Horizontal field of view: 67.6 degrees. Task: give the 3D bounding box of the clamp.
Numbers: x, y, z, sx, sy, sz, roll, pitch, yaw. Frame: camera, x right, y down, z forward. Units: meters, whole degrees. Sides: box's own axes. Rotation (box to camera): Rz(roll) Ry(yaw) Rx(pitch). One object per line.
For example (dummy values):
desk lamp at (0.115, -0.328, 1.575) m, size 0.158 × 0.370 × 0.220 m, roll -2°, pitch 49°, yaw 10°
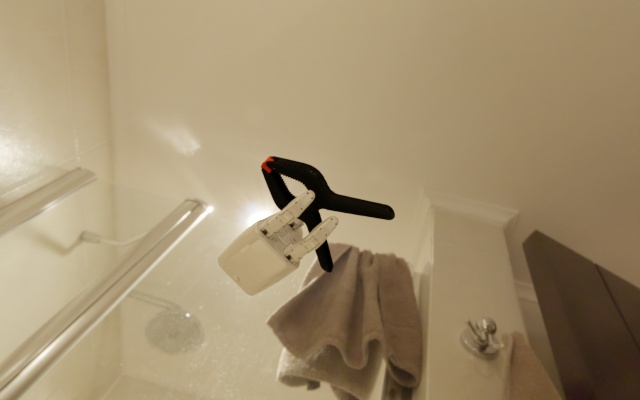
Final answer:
clamp at (0.000, 0.002, 0.743) m, size 0.164 × 0.210 × 0.036 m, roll -37°, pitch 11°, yaw 29°
